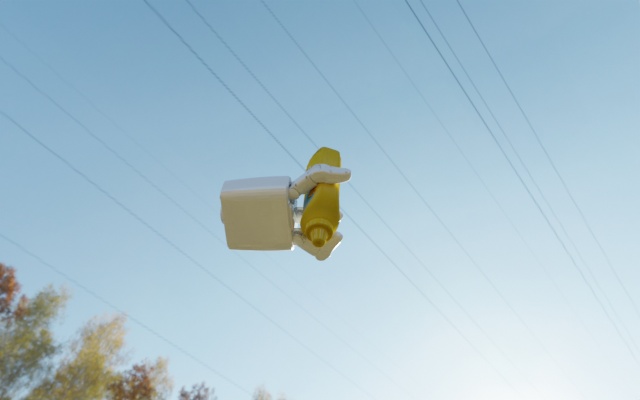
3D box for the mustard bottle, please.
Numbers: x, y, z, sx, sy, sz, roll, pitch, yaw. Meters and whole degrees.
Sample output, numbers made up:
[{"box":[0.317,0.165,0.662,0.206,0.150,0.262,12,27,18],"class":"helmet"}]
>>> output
[{"box":[0.000,0.002,0.752,0.058,0.096,0.191,17,36,-10],"class":"mustard bottle"}]
